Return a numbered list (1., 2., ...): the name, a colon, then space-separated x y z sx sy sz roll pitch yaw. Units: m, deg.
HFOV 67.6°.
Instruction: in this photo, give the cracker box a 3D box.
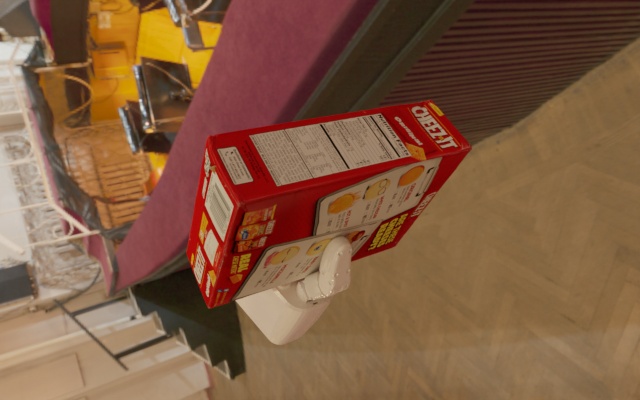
1. cracker box: 0.000 0.002 0.420 0.213 0.072 0.164 -15 -29 -29
